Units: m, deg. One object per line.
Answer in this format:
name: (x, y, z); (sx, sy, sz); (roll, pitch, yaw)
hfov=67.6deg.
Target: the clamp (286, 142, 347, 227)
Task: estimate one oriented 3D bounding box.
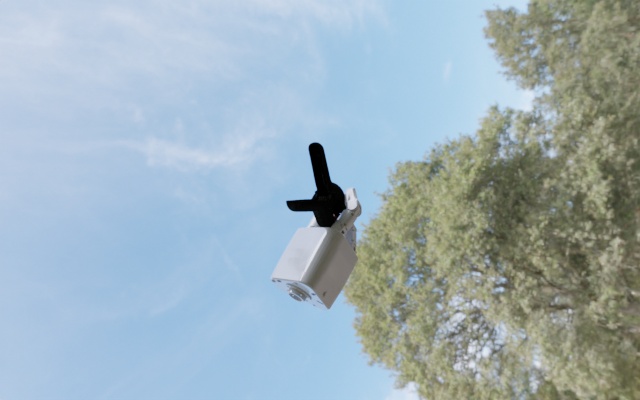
clamp: (0.000, 0.002, 0.783); (0.039, 0.120, 0.172); (10, -33, 36)
